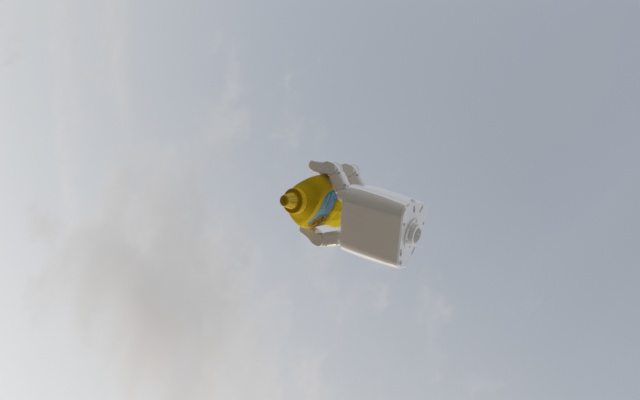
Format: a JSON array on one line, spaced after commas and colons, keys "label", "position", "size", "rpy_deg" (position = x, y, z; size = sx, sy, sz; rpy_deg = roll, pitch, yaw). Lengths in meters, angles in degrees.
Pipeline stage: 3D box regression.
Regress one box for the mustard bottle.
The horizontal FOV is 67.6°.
[{"label": "mustard bottle", "position": [0.000, 0.002, 0.802], "size": [0.058, 0.096, 0.191], "rpy_deg": [45, 24, 27]}]
